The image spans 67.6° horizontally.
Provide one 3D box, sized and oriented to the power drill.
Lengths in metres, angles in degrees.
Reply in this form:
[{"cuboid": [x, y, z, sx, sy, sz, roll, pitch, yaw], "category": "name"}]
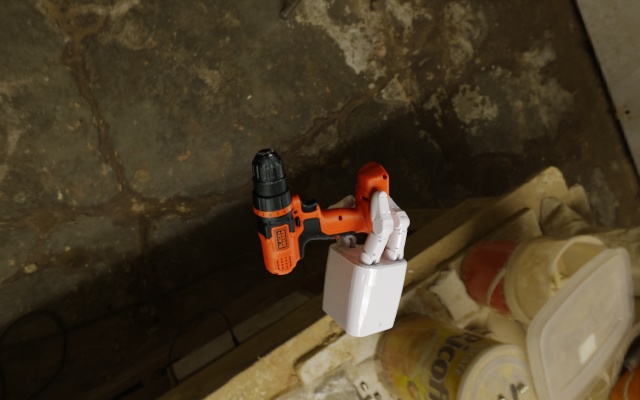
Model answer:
[{"cuboid": [0.001, 0.002, 0.659, 0.187, 0.184, 0.057, -13, 32, -16], "category": "power drill"}]
